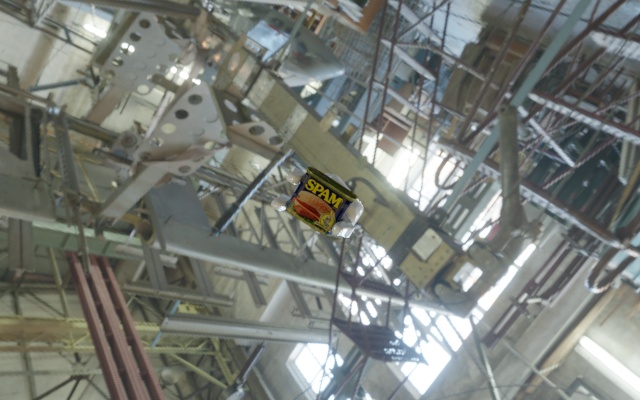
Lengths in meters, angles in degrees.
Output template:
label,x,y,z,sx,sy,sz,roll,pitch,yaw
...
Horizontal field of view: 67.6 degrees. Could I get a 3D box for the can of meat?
label,x,y,z,sx,sy,sz,roll,pitch,yaw
can of meat,0.000,0.003,0.843,0.102,0.084,0.057,34,13,6
